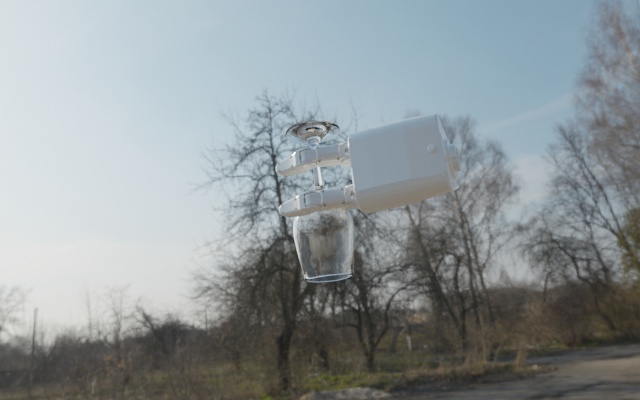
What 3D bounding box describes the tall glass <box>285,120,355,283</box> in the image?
[{"bbox_3d":[0.000,0.001,0.619,0.079,0.201,0.079,-6,-16,-2],"label":"tall glass"}]
